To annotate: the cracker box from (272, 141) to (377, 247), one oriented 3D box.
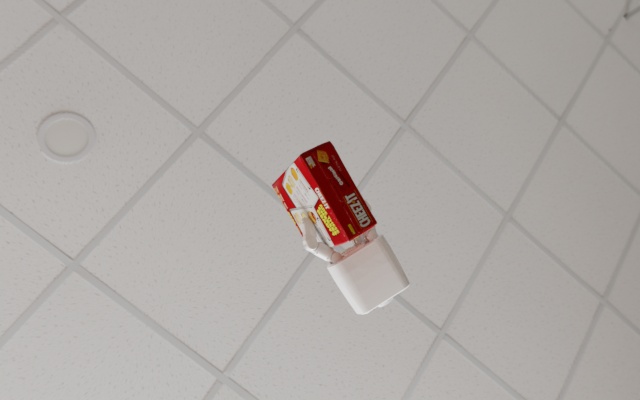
[{"bbox_3d":[0.000,0.003,0.876,0.072,0.164,0.214,-30,-1,-22],"label":"cracker box"}]
